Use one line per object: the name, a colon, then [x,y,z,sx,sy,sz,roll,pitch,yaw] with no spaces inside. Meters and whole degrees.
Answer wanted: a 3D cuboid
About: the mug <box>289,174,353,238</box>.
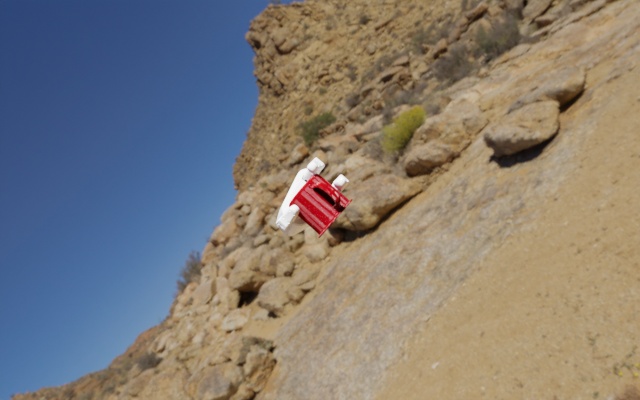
mug: [0.000,0.002,0.847,0.081,0.093,0.117,41,-23,2]
